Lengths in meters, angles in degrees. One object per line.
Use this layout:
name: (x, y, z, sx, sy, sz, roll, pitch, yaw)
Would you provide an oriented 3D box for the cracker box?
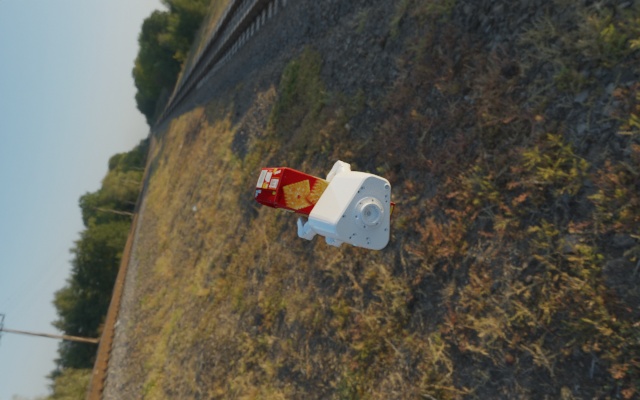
cracker box: (0.000, 0.003, 0.873, 0.214, 0.072, 0.164, 18, -3, -20)
